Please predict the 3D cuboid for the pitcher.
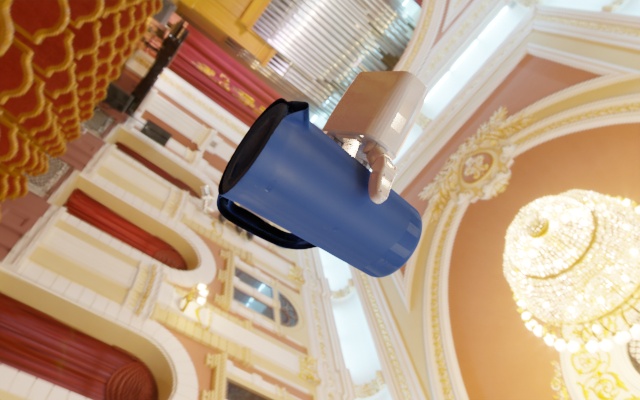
[{"bbox_3d":[0.000,0.002,0.595,0.243,0.145,0.149,34,-14,-22],"label":"pitcher"}]
